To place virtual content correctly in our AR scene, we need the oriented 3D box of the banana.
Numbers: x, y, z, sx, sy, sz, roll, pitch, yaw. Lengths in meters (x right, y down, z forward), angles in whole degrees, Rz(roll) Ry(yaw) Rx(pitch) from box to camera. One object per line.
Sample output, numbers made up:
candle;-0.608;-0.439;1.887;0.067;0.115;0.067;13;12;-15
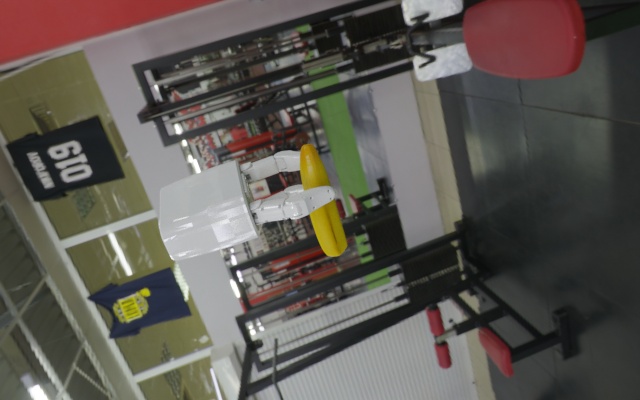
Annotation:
banana;0.005;0.017;0.619;0.037;0.069;0.198;-18;-42;0
